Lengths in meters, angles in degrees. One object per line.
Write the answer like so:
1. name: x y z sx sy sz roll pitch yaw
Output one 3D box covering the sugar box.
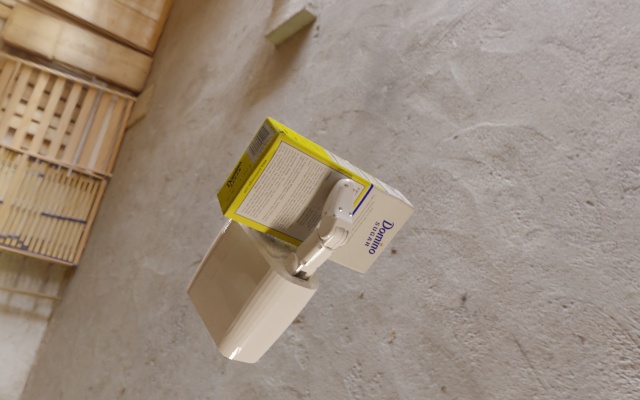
1. sugar box: 0.000 0.001 0.468 0.176 0.093 0.048 26 17 -35
